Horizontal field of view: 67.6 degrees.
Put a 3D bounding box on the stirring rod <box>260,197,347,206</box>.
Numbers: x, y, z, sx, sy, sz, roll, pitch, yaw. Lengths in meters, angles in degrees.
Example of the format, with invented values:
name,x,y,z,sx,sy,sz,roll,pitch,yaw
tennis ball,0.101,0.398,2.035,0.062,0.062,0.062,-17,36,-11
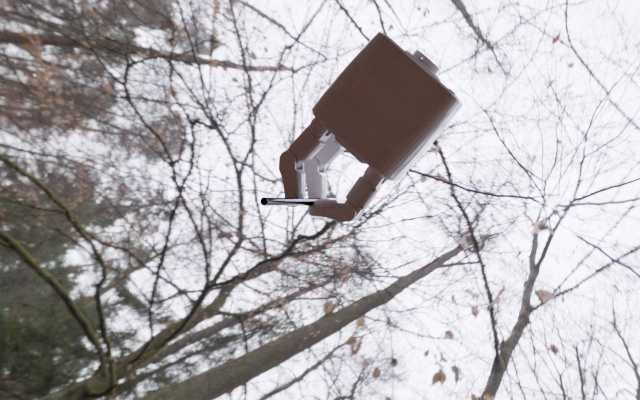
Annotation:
name,x,y,z,sx,sy,sz,roll,pitch,yaw
stirring rod,0.000,0.002,0.549,0.011,0.011,0.239,0,0,26
